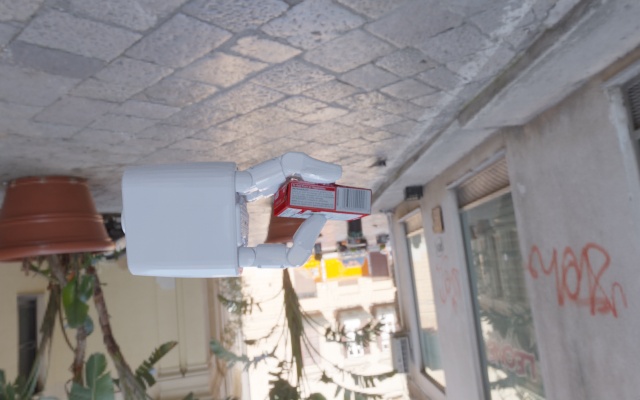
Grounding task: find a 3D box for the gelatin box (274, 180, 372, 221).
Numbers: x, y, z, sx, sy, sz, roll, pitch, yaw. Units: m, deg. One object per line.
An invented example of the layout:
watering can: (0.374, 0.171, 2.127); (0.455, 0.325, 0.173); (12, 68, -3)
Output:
gelatin box: (0.000, 0.002, 0.500); (0.089, 0.030, 0.073); (6, -9, -14)
